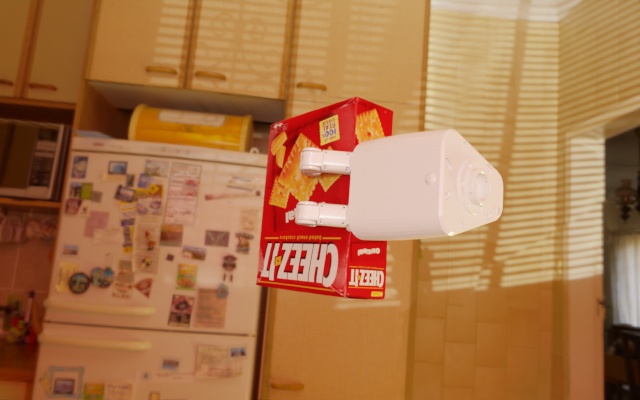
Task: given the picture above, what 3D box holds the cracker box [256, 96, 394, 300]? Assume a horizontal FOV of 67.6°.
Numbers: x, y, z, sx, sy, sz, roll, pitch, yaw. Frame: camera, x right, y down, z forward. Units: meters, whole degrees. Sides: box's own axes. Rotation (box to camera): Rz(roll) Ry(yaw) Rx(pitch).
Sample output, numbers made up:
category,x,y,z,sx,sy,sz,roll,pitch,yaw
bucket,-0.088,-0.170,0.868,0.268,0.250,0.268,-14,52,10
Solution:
category,x,y,z,sx,sy,sz,roll,pitch,yaw
cracker box,0.000,0.002,0.568,0.072,0.213,0.164,11,-11,-40
